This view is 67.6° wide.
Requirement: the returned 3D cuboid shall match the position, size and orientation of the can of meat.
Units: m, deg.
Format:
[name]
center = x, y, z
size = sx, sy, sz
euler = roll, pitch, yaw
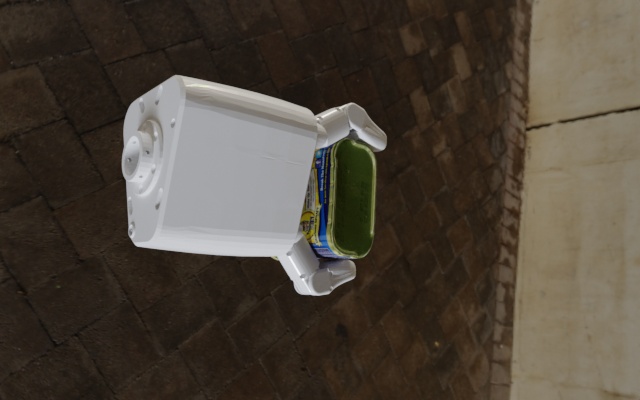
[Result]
[can of meat]
center = 0.000, 0.001, 0.413
size = 0.057, 0.102, 0.084
euler = 11, -13, -42
